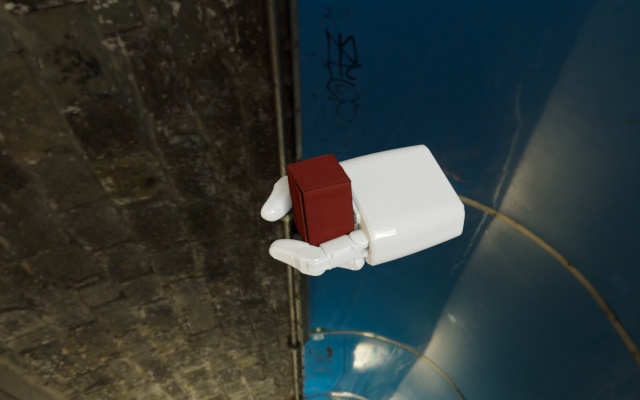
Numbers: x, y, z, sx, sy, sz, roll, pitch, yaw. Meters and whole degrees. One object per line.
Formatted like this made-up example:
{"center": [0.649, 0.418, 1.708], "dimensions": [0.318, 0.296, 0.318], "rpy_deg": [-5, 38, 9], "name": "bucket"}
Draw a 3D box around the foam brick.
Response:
{"center": [0.000, 0.001, 0.480], "dimensions": [0.051, 0.078, 0.053], "rpy_deg": [-15, 40, -11], "name": "foam brick"}
